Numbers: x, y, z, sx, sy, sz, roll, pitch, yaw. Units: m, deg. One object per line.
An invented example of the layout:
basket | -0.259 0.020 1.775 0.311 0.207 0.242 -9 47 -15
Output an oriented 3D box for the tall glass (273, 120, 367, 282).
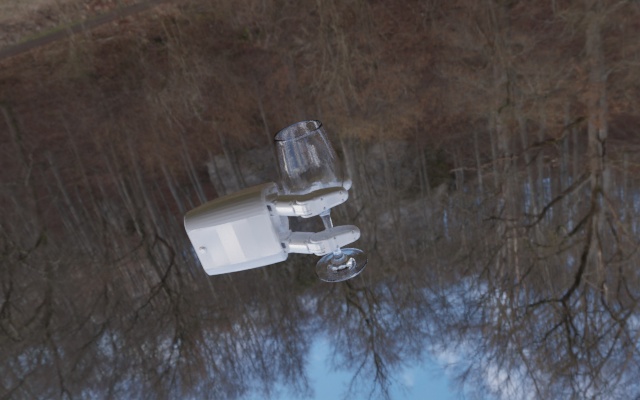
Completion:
tall glass | 0.000 0.003 0.611 0.079 0.201 0.079 -14 25 7
